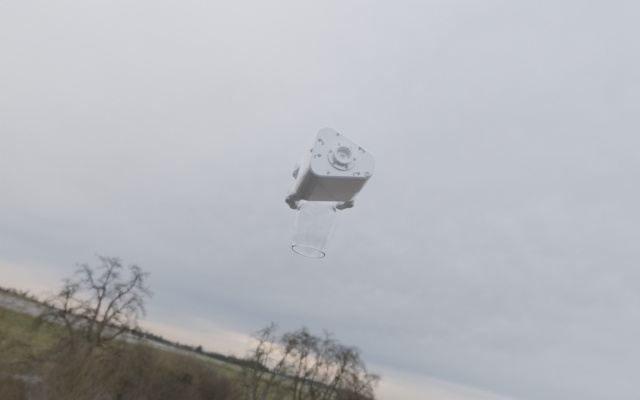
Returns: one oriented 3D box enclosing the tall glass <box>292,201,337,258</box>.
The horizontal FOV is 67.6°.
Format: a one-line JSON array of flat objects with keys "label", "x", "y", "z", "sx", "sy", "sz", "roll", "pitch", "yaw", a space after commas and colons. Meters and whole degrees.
[{"label": "tall glass", "x": 0.000, "y": 0.002, "z": 0.892, "sx": 0.079, "sy": 0.201, "sz": 0.079, "roll": 12, "pitch": -22, "yaw": 5}]
